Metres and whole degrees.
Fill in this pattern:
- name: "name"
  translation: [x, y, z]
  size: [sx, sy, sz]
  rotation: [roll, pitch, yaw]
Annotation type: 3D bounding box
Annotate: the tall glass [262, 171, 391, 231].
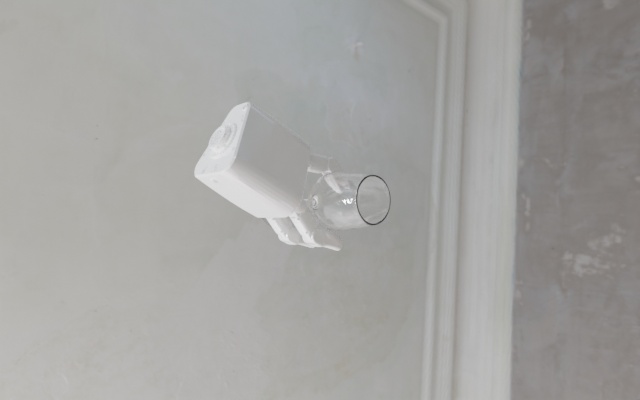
- name: "tall glass"
  translation: [0.000, 0.002, 0.654]
  size: [0.079, 0.079, 0.201]
  rotation: [0, -2, -41]
